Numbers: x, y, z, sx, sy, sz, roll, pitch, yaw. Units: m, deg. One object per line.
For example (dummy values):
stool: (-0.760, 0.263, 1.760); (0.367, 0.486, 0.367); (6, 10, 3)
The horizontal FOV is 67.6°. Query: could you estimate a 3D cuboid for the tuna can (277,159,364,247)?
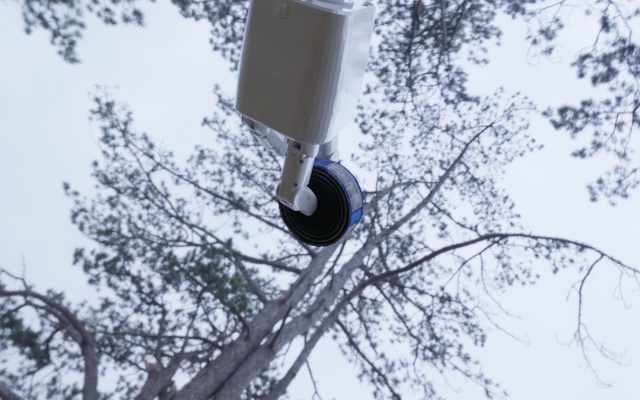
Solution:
tuna can: (0.000, 0.001, 0.487); (0.086, 0.086, 0.033); (0, 16, 34)
